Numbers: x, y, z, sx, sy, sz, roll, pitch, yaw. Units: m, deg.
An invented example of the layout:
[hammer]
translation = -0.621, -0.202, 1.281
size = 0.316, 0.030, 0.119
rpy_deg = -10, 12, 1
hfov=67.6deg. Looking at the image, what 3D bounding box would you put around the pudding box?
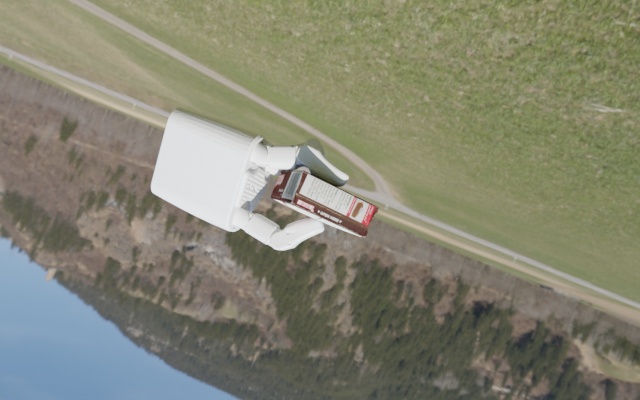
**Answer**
[pudding box]
translation = 0.000, 0.002, 0.524
size = 0.090, 0.039, 0.113
rpy_deg = 25, -2, -16
